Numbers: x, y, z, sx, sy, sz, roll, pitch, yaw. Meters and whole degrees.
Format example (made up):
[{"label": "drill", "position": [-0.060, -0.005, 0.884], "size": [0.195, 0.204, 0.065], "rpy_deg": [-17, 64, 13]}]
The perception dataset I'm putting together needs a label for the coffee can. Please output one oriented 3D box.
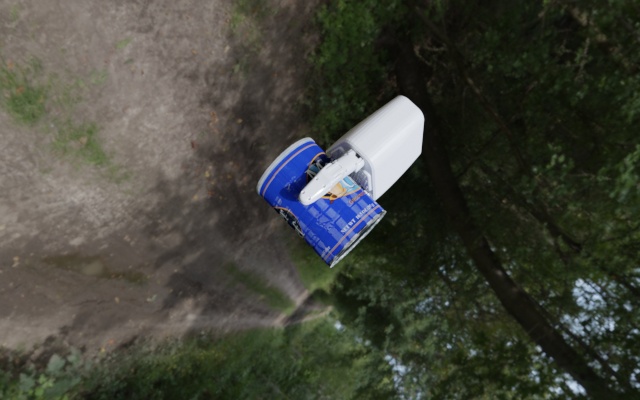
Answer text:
[{"label": "coffee can", "position": [0.000, 0.002, 0.626], "size": [0.140, 0.103, 0.103], "rpy_deg": [45, 10, 10]}]
